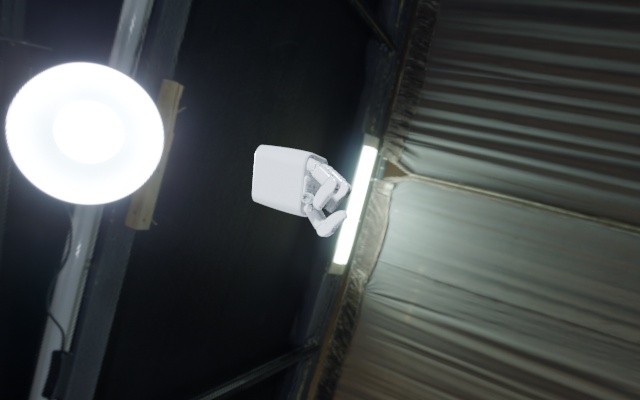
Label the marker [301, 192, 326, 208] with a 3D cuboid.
[{"bbox_3d":[0.000,0.003,0.847,0.020,0.020,0.121,0,-7,24],"label":"marker"}]
